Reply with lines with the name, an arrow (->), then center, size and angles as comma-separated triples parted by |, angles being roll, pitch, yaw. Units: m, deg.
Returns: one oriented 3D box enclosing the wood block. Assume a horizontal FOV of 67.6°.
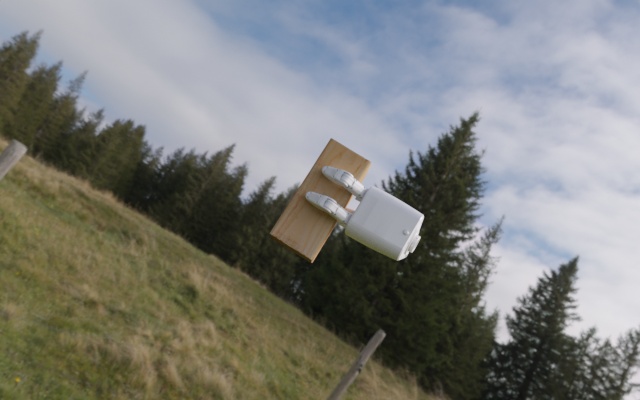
wood block -> 0.001, 0.003, 0.886 | 0.090, 0.206, 0.091 | 31, -10, 5
